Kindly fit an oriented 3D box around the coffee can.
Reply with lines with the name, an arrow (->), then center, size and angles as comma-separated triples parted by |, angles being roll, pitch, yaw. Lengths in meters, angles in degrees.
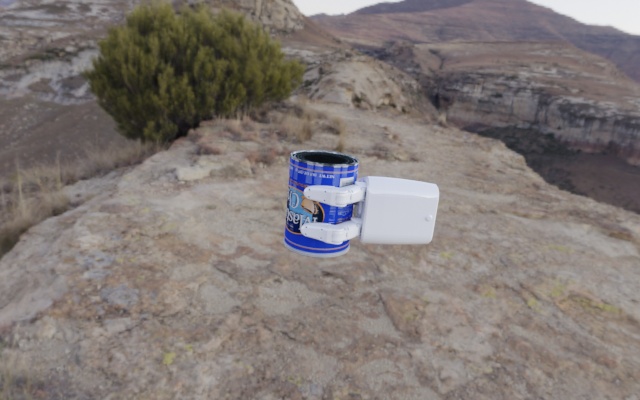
coffee can -> 0.000, 0.002, 0.721 | 0.103, 0.140, 0.102 | 5, 17, -1
